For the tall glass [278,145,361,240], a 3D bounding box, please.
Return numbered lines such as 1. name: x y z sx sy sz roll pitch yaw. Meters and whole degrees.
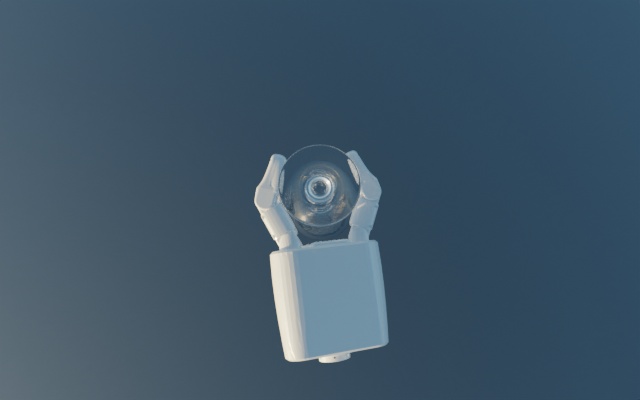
1. tall glass: 0.000 0.001 0.522 0.079 0.079 0.201 0 -9 1
